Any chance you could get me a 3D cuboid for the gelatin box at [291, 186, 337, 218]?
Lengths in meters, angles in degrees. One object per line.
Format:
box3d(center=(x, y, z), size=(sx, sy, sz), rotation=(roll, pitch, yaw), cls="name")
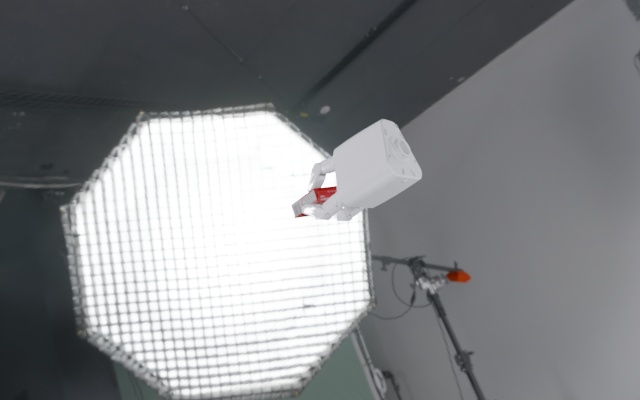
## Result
box3d(center=(0.000, 0.003, 0.870), size=(0.073, 0.030, 0.089), rotation=(-7, -17, -36), cls="gelatin box")
